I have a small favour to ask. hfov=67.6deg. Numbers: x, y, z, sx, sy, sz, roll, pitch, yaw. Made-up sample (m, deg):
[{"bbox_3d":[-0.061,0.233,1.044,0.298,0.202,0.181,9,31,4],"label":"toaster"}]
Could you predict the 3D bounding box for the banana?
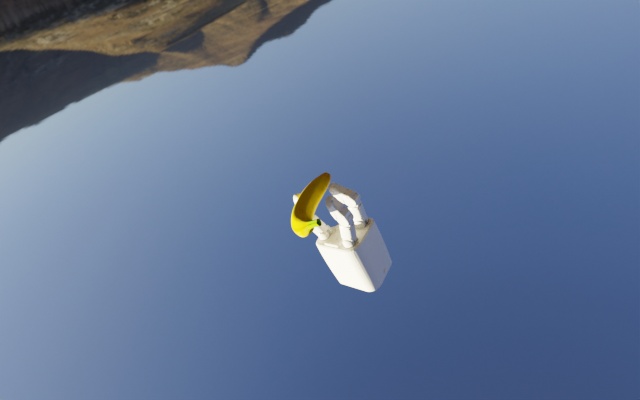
[{"bbox_3d":[-0.017,0.012,0.830,0.069,0.037,0.197,-24,23,16],"label":"banana"}]
